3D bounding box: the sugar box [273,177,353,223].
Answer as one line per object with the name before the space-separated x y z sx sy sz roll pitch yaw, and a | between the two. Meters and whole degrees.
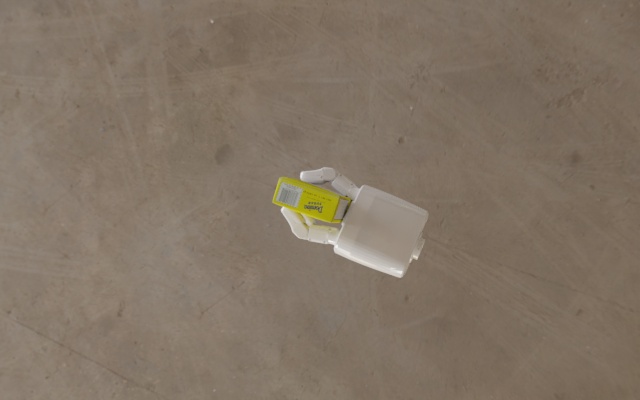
sugar box | 0.000 0.003 0.737 0.093 0.048 0.176 19 0 15
